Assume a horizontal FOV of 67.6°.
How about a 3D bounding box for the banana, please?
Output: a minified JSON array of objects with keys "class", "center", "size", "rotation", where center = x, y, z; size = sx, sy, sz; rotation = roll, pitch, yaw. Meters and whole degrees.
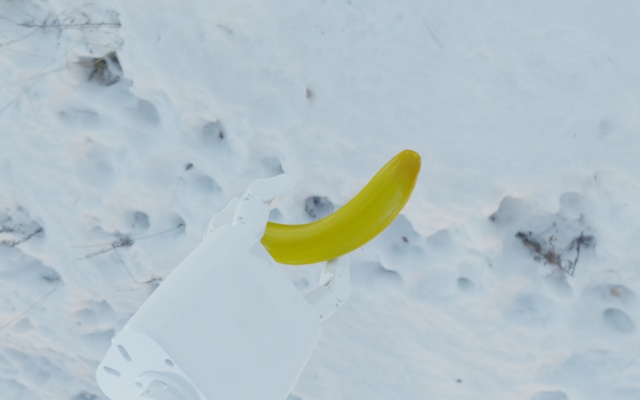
[{"class":"banana","center":[0.006,0.018,0.412],"size":[0.198,0.070,0.037],"rotation":[-19,18,33]}]
